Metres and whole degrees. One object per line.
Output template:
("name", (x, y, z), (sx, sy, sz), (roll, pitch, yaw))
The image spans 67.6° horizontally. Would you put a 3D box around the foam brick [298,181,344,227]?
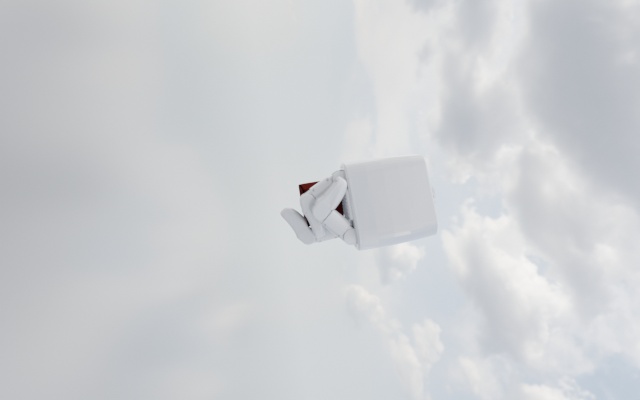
("foam brick", (0.000, 0.002, 0.670), (0.051, 0.053, 0.078), (-10, 9, -5))
